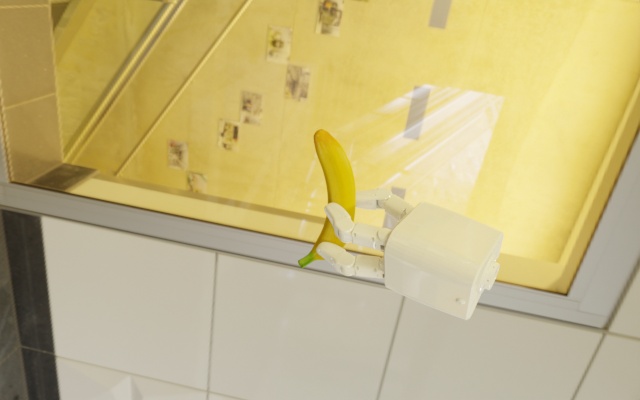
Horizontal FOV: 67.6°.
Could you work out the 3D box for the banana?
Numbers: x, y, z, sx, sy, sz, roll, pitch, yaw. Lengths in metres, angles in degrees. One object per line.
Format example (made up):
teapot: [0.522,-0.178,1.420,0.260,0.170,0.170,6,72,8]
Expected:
banana: [0.016,0.003,0.622,0.069,0.198,0.037,-9,28,-31]
